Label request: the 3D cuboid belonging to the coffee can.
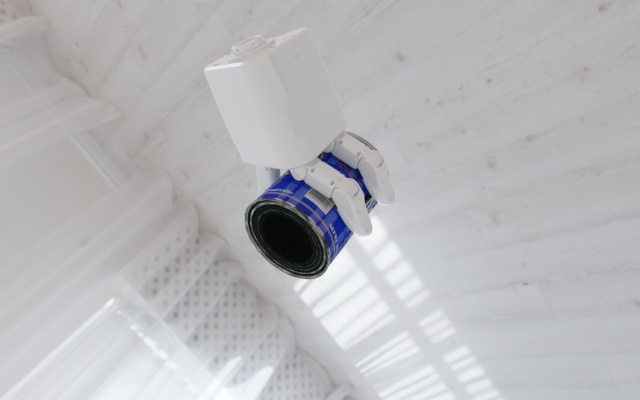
[{"bbox_3d":[0.000,0.002,0.522,0.103,0.103,0.140,0,34,38],"label":"coffee can"}]
